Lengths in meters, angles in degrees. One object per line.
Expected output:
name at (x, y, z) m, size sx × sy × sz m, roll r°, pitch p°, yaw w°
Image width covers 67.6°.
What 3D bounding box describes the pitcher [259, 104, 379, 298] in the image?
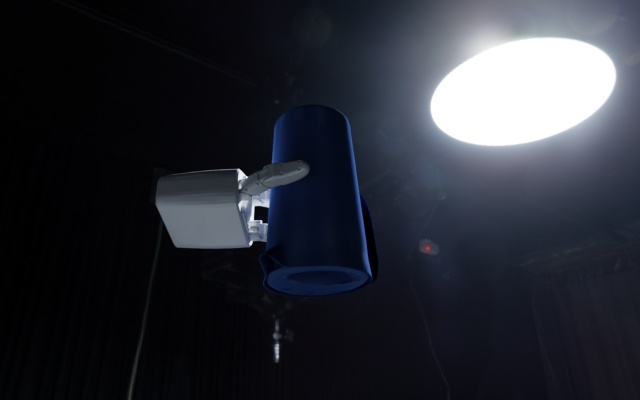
pitcher at (0.000, 0.002, 0.638) m, size 0.145 × 0.242 × 0.149 m, roll -4°, pitch -26°, yaw 4°
